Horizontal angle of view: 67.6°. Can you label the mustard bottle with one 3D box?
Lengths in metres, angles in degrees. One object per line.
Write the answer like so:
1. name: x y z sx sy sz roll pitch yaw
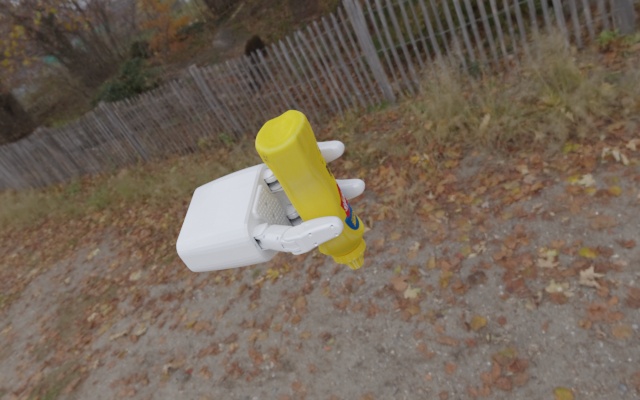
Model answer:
1. mustard bottle: 0.000 0.001 0.518 0.058 0.192 0.096 -27 27 6
